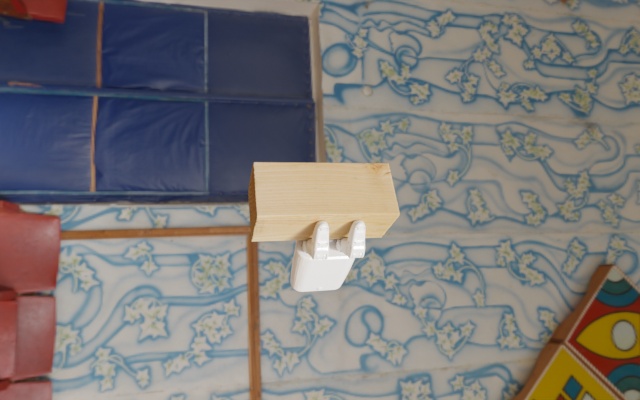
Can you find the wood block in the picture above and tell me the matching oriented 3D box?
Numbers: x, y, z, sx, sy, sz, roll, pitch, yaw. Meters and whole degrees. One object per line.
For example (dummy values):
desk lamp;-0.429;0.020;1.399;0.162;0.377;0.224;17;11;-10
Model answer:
wood block;0.000;0.002;0.718;0.206;0.090;0.090;-1;-28;-14
